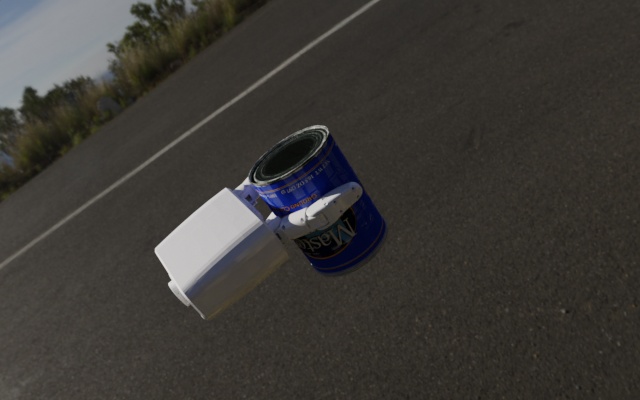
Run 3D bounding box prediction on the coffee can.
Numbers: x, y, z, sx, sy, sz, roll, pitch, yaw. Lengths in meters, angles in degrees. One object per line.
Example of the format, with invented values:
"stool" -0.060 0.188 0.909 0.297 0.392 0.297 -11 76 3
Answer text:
"coffee can" 0.000 0.002 0.540 0.103 0.140 0.102 -27 27 15
